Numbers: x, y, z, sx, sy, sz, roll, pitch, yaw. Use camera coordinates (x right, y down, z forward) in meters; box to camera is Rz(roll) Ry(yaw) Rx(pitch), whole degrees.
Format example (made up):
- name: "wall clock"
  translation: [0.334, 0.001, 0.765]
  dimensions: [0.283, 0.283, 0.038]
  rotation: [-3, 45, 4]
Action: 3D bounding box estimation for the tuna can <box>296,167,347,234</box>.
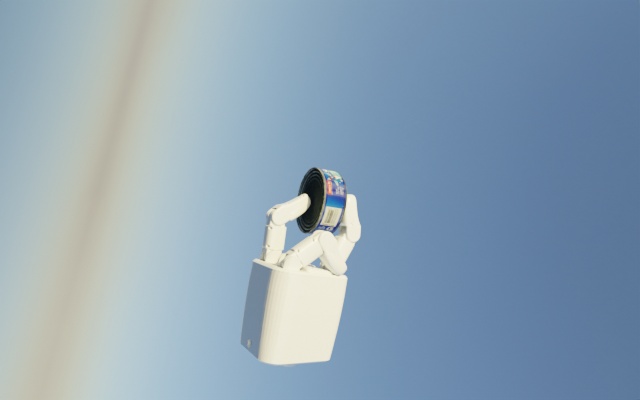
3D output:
- name: "tuna can"
  translation: [0.001, 0.002, 0.618]
  dimensions: [0.034, 0.086, 0.086]
  rotation: [9, -4, -25]
